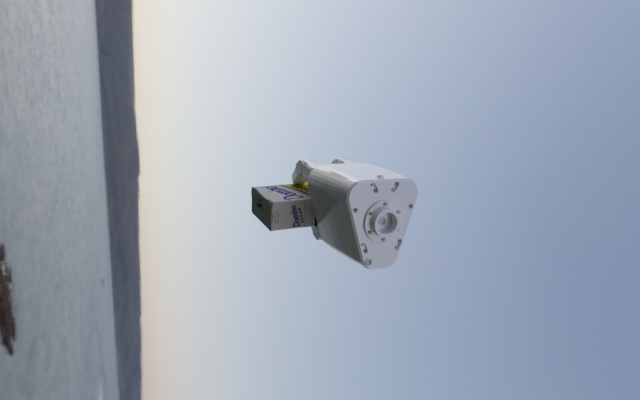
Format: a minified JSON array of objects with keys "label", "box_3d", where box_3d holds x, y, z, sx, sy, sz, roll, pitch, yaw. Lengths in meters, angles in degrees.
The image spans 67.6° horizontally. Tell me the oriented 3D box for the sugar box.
[{"label":"sugar box","box_3d":[0.000,0.002,0.666,0.176,0.048,0.093,-3,15,-24]}]
